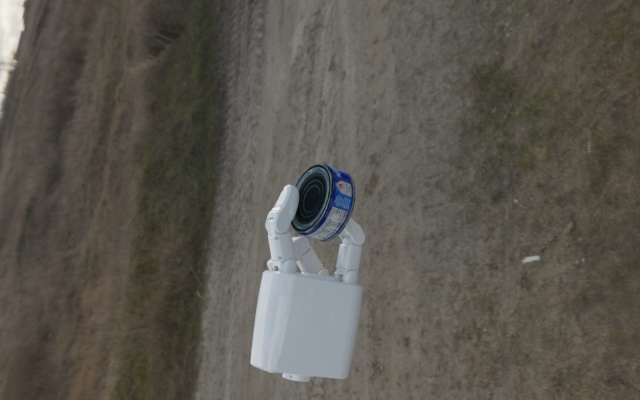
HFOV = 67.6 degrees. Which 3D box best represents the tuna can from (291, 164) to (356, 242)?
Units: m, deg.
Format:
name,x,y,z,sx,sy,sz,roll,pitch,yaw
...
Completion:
name,x,y,z,sx,sy,sz,roll,pitch,yaw
tuna can,0.000,0.002,0.548,0.034,0.086,0.086,20,-11,-32
